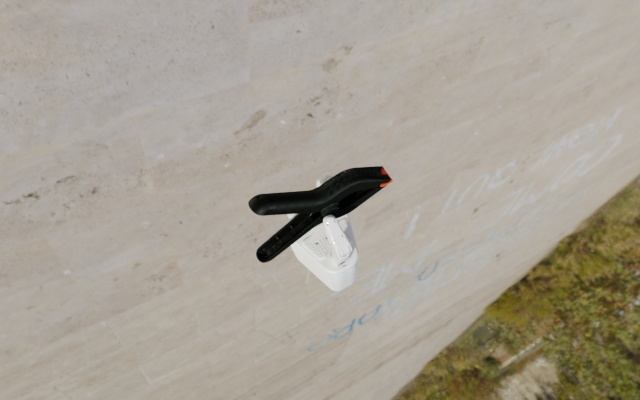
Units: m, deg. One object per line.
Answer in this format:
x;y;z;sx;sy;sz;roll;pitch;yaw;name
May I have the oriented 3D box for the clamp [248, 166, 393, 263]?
0.001;0.003;0.620;0.210;0.036;0.165;-27;-23;-10;clamp
